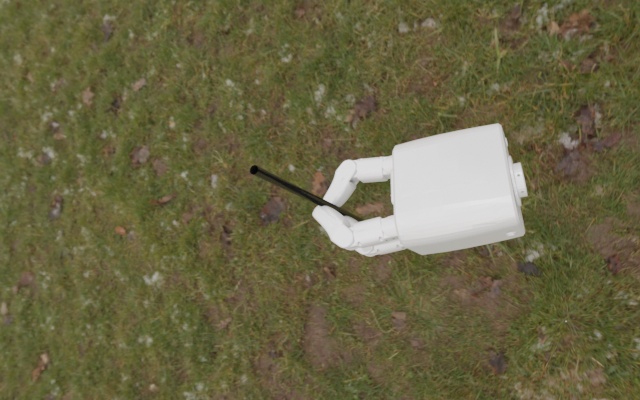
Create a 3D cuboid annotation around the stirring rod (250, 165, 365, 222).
[{"bbox_3d":[0.000,0.002,0.490,0.011,0.011,0.239,0,-13,27],"label":"stirring rod"}]
